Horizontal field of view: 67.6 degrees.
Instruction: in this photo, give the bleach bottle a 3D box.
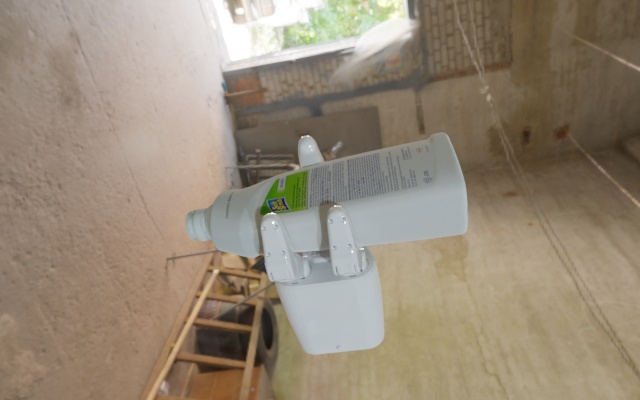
[{"bbox_3d":[0.000,0.001,0.446,0.251,0.068,0.102,-8,36,8],"label":"bleach bottle"}]
